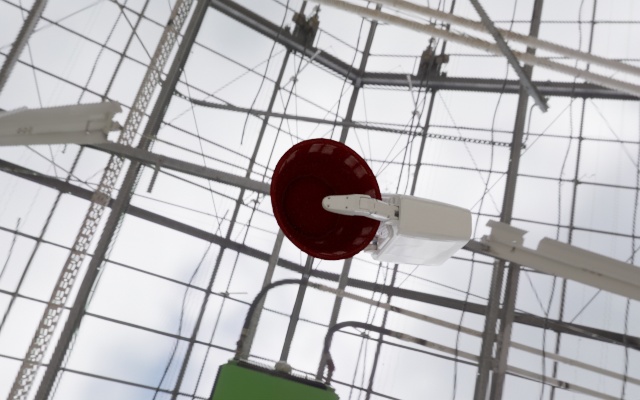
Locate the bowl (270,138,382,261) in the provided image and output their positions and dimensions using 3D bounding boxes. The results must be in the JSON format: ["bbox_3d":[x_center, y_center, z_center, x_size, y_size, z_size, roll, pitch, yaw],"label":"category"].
[{"bbox_3d":[-0.001,0.002,0.630,0.162,0.162,0.055,0,-13,-27],"label":"bowl"}]
